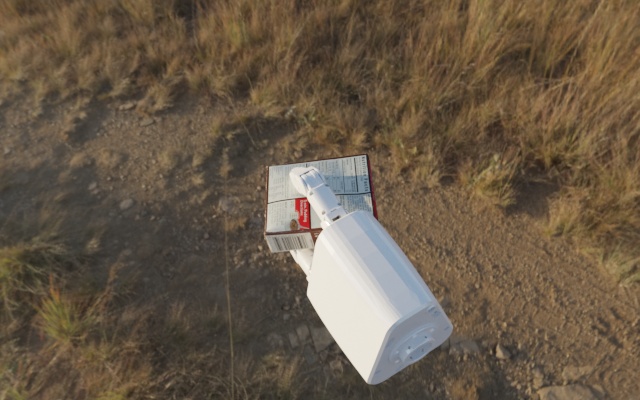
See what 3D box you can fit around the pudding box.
[{"bbox_3d":[0.000,0.002,0.492,0.113,0.090,0.039,-5,-36,5],"label":"pudding box"}]
